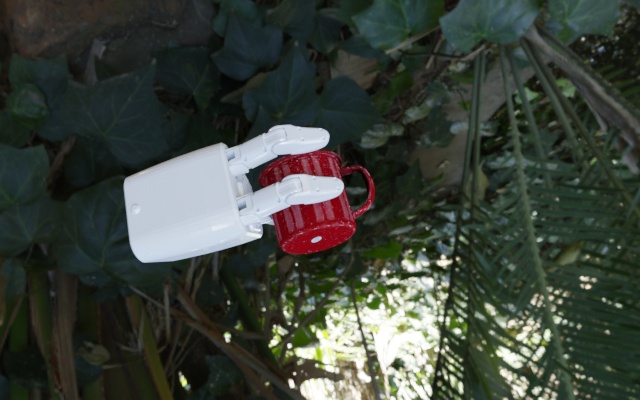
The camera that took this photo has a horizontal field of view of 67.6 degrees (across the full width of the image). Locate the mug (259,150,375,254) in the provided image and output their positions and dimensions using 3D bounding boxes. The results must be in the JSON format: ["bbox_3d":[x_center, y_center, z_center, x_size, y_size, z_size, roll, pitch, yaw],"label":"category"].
[{"bbox_3d":[0.002,0.001,0.500,0.117,0.081,0.093,-17,-22,4],"label":"mug"}]
